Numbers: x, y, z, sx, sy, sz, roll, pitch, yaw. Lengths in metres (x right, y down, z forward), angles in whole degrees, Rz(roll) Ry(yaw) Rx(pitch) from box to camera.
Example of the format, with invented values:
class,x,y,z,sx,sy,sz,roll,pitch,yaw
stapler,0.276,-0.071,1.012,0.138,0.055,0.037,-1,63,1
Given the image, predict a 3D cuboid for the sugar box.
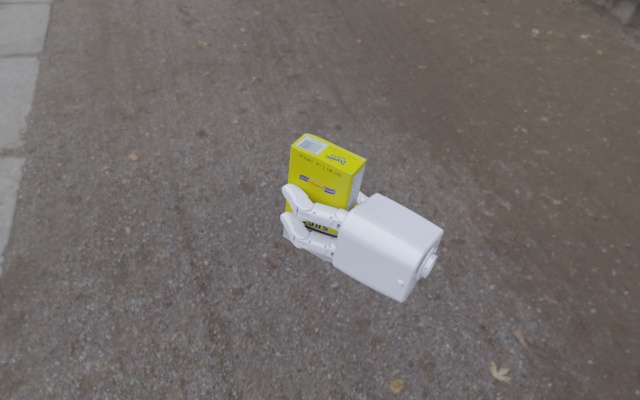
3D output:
class,x,y,z,sx,sy,sz,roll,pitch,yaw
sugar box,0.000,0.002,0.657,0.093,0.176,0.048,27,45,19
